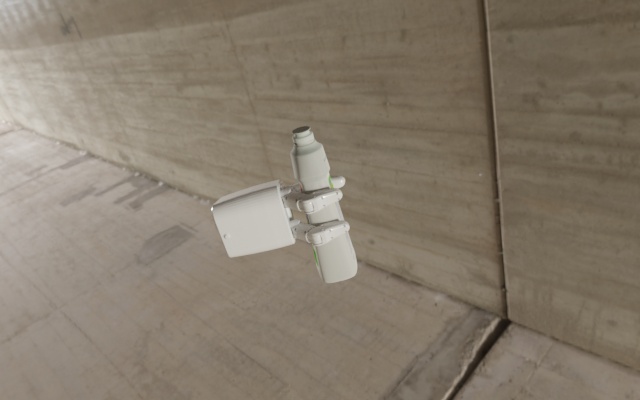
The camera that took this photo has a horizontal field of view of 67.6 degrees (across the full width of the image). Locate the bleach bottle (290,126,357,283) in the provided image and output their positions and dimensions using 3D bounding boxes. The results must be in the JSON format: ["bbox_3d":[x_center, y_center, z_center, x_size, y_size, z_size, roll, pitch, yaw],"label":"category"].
[{"bbox_3d":[0.000,0.003,0.753,0.068,0.251,0.102,-14,26,1],"label":"bleach bottle"}]
